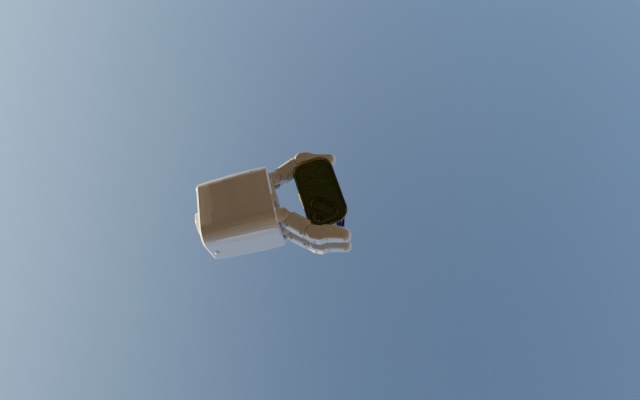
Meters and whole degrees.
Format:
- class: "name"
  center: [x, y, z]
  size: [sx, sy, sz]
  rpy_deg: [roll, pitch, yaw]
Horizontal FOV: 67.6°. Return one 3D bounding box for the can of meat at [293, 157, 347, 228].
- class: "can of meat"
  center: [0.000, 0.002, 0.695]
  size: [0.057, 0.102, 0.084]
  rpy_deg: [-17, -22, -5]
